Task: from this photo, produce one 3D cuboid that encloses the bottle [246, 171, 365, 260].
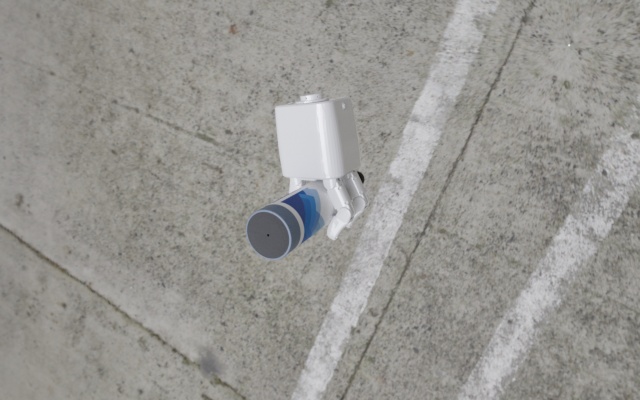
[{"bbox_3d":[0.000,0.002,0.715,0.069,0.069,0.295,0,16,27],"label":"bottle"}]
